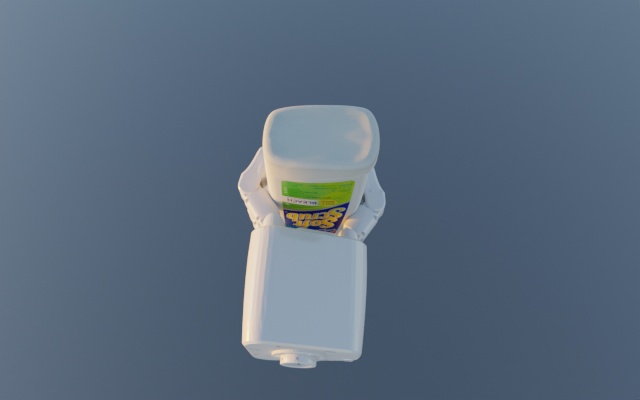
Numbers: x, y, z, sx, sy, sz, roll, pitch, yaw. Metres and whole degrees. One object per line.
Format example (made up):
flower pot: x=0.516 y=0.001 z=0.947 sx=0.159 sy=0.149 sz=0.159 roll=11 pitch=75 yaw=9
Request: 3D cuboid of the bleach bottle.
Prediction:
bleach bottle: x=0.000 y=0.002 z=0.509 sx=0.102 sy=0.068 sz=0.251 roll=1 pitch=-27 yaw=1
